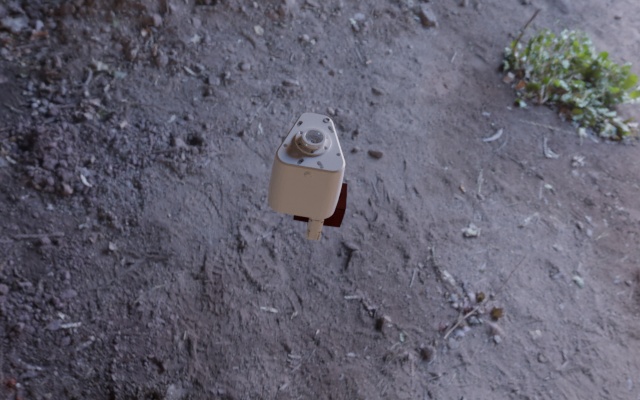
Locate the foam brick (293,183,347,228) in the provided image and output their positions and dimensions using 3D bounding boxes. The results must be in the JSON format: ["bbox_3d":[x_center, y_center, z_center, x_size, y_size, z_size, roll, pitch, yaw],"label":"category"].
[{"bbox_3d":[0.000,0.002,0.744,0.078,0.053,0.051,9,-37,-5],"label":"foam brick"}]
